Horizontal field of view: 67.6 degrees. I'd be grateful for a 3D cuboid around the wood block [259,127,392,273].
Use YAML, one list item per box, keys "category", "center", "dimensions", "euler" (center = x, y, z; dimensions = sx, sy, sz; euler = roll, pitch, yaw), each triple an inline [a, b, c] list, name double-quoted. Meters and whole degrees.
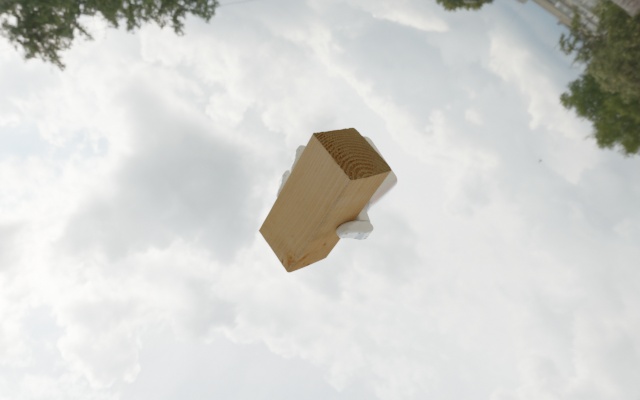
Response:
- category: "wood block"
  center: [0.001, 0.003, 0.704]
  dimensions: [0.090, 0.090, 0.206]
  euler: [-16, -32, -43]
